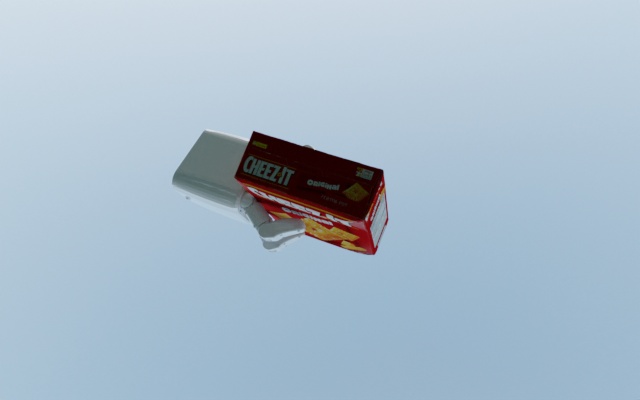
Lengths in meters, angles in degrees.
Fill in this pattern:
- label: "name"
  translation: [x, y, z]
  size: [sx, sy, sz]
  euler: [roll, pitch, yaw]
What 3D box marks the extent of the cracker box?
- label: "cracker box"
  translation: [0.000, 0.002, 0.631]
  size: [0.164, 0.072, 0.214]
  euler: [18, -13, 14]
